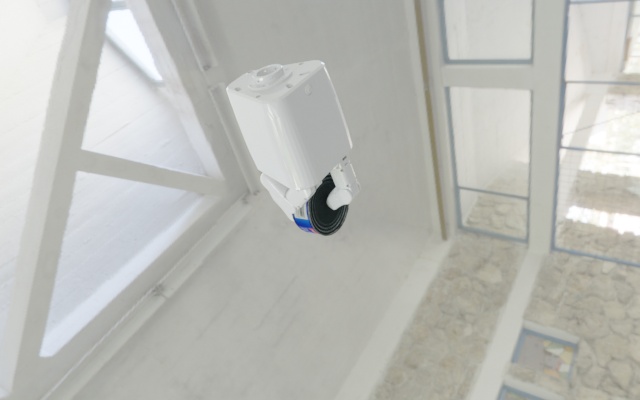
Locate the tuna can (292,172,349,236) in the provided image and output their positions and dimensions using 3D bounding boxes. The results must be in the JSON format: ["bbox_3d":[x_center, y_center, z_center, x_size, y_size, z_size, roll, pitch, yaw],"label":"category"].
[{"bbox_3d":[0.000,0.002,0.629,0.034,0.086,0.086,7,4,38],"label":"tuna can"}]
